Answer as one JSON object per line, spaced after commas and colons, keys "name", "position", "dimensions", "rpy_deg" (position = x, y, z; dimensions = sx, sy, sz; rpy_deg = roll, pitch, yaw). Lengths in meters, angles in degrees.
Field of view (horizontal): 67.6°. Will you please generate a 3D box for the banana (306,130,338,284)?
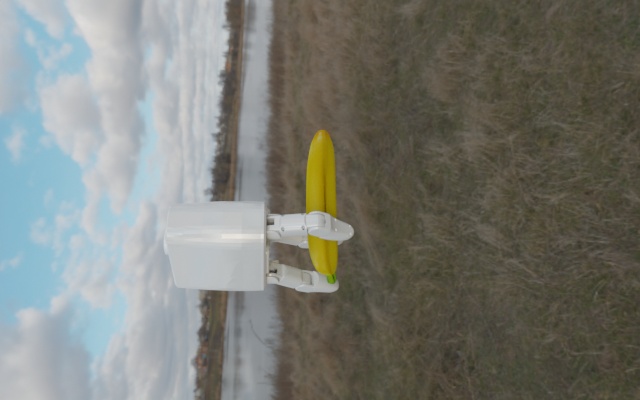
{"name": "banana", "position": [0.001, 0.003, 0.583], "dimensions": [0.037, 0.197, 0.069], "rpy_deg": [-1, -7, -2]}
